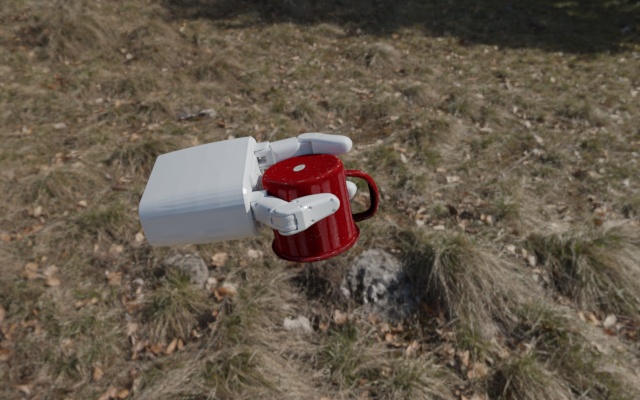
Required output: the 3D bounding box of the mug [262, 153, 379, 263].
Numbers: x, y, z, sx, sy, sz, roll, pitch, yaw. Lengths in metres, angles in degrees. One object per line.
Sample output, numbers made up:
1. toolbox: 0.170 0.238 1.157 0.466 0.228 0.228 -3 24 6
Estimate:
1. mug: 0.001 0.001 0.479 0.117 0.081 0.093 -9 24 3
